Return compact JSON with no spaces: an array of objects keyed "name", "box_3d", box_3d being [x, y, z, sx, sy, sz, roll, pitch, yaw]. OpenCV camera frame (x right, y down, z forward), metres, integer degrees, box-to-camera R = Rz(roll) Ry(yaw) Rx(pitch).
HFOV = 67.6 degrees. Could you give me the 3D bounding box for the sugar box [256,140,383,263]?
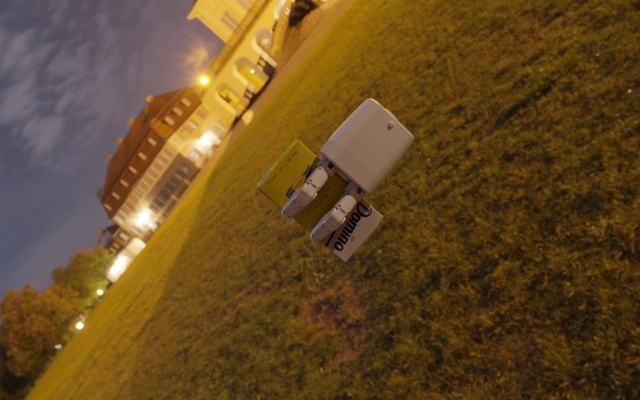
[{"name":"sugar box","box_3d":[0.000,0.002,0.709,0.176,0.093,0.048,40,0,-13]}]
